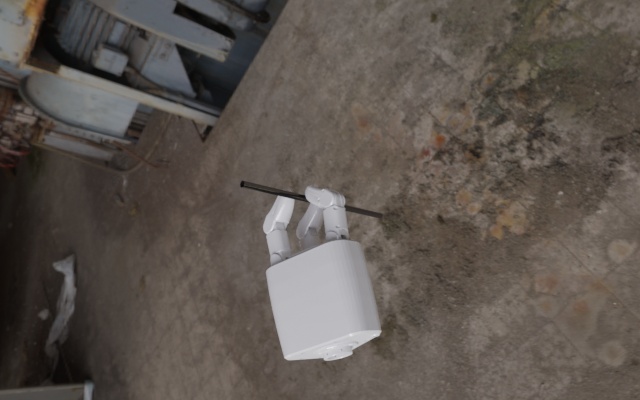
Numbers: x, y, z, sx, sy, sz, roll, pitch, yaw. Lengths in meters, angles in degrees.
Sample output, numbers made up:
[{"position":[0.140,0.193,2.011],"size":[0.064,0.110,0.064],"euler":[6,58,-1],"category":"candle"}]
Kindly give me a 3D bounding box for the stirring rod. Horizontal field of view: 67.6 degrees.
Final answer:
[{"position":[0.000,0.002,0.611],"size":[0.239,0.011,0.011],"euler":[13,-9,-42],"category":"stirring rod"}]
